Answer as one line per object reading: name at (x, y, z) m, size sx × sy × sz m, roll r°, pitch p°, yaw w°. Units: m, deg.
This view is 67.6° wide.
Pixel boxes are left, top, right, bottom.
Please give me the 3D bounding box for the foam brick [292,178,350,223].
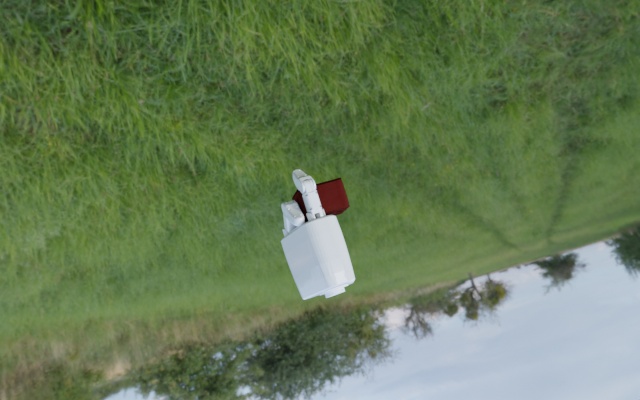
foam brick at (0.000, 0.002, 0.785) m, size 0.078 × 0.051 × 0.053 m, roll -16°, pitch -13°, yaw -18°
